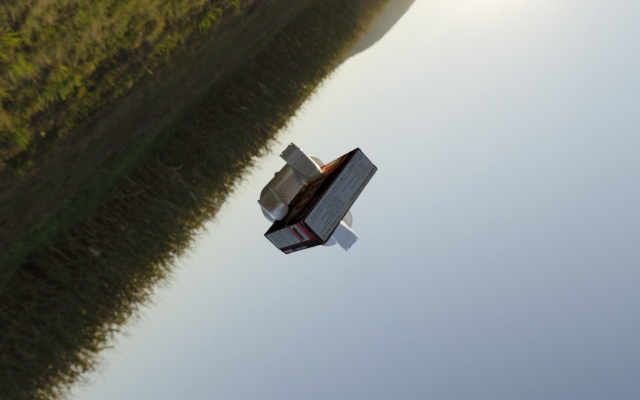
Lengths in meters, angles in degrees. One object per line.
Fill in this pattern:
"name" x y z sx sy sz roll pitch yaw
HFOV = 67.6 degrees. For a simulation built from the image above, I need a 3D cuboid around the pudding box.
"pudding box" 0.000 0.002 0.513 0.039 0.113 0.090 43 -29 -14
